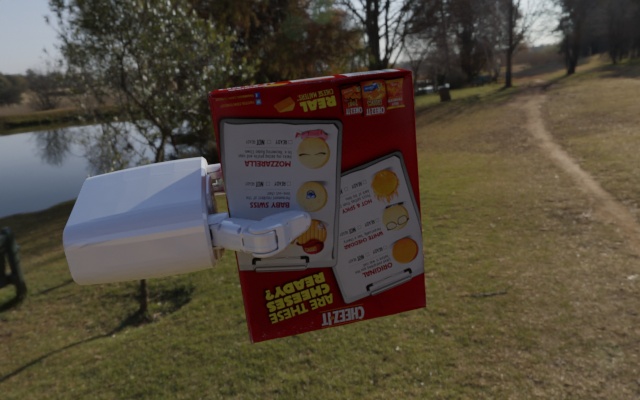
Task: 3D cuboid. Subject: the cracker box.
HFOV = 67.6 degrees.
[{"bbox_3d":[0.000,0.001,0.424,0.164,0.214,0.072,-9,16,-8],"label":"cracker box"}]
